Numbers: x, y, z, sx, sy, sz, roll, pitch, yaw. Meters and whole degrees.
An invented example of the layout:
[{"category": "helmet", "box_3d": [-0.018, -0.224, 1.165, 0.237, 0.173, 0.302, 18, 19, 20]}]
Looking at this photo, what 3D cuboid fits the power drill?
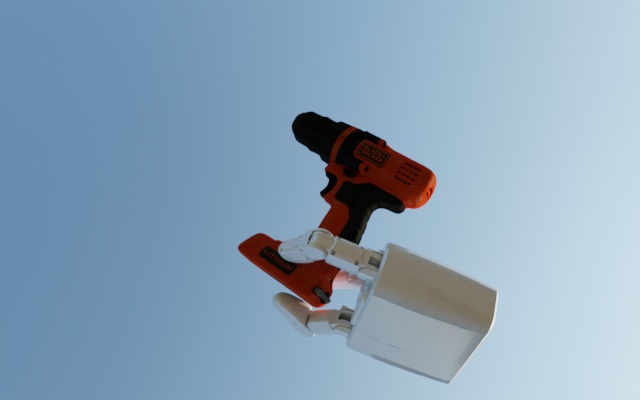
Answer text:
[{"category": "power drill", "box_3d": [0.000, 0.002, 0.507, 0.184, 0.187, 0.057, 31, -12, 29]}]
